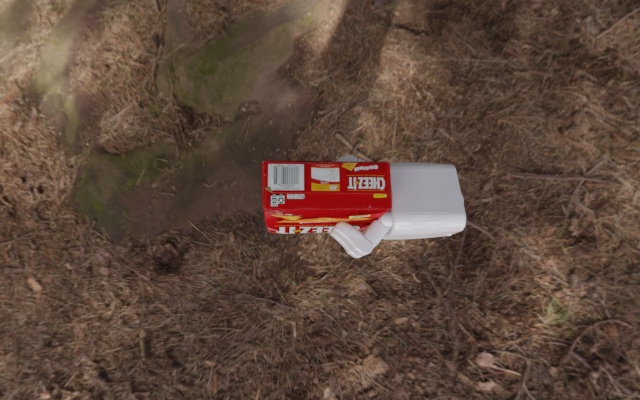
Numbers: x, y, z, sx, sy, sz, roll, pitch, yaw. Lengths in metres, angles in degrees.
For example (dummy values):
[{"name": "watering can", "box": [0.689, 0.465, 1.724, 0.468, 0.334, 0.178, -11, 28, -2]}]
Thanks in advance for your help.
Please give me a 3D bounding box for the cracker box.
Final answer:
[{"name": "cracker box", "box": [0.000, 0.002, 0.692, 0.164, 0.072, 0.214, 0, -11, -5]}]
